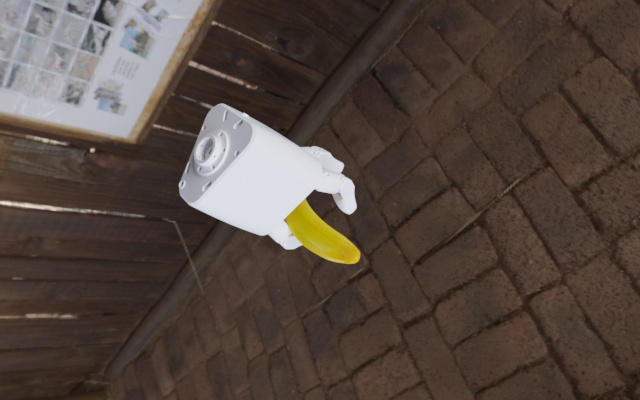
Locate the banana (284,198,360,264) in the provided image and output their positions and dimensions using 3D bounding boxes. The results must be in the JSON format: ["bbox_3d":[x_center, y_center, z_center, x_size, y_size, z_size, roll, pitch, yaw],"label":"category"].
[{"bbox_3d":[-0.016,0.009,0.591,0.069,0.197,0.037,-33,-39,11],"label":"banana"}]
